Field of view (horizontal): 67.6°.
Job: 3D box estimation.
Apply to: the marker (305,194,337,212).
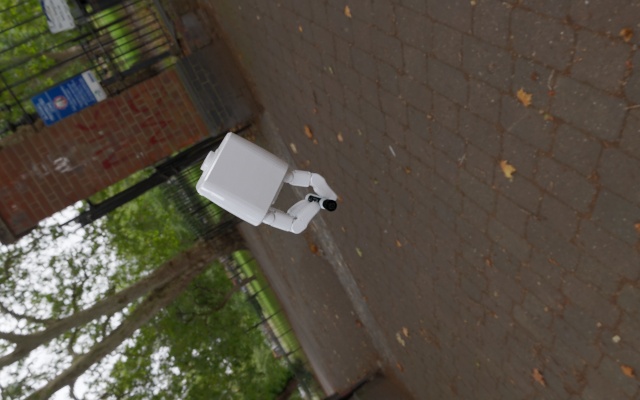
[{"bbox_3d":[0.000,0.003,0.781,0.020,0.020,0.121,0,5,-17],"label":"marker"}]
